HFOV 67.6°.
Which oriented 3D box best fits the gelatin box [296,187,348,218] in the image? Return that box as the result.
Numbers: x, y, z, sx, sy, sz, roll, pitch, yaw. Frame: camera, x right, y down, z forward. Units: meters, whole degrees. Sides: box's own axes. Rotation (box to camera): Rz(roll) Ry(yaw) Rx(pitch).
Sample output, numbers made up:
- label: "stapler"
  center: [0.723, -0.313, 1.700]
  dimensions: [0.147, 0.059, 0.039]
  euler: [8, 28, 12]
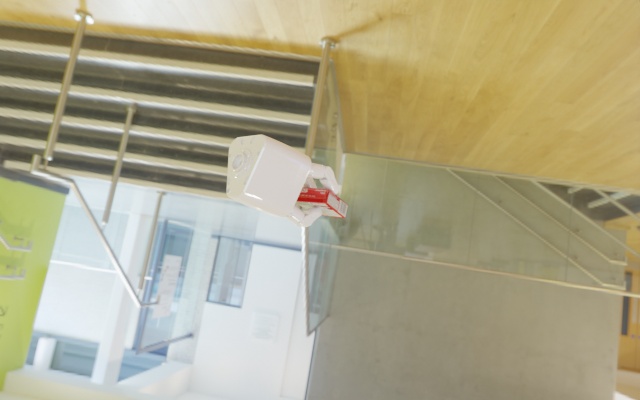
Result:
- label: "gelatin box"
  center: [0.000, 0.003, 0.891]
  dimensions: [0.073, 0.030, 0.089]
  euler: [6, -17, 30]
